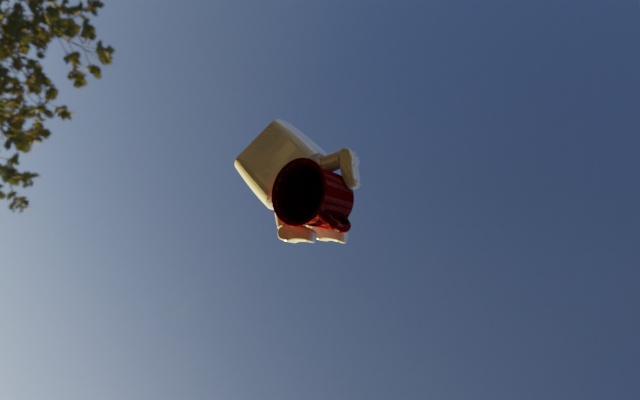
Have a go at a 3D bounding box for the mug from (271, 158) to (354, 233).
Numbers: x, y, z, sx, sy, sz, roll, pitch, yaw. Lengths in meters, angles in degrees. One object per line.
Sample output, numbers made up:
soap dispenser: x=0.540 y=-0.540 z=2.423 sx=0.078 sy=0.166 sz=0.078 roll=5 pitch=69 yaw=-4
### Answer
mug: x=0.001 y=0.003 z=0.655 sx=0.117 sy=0.093 sz=0.081 roll=45 pitch=17 yaw=34
